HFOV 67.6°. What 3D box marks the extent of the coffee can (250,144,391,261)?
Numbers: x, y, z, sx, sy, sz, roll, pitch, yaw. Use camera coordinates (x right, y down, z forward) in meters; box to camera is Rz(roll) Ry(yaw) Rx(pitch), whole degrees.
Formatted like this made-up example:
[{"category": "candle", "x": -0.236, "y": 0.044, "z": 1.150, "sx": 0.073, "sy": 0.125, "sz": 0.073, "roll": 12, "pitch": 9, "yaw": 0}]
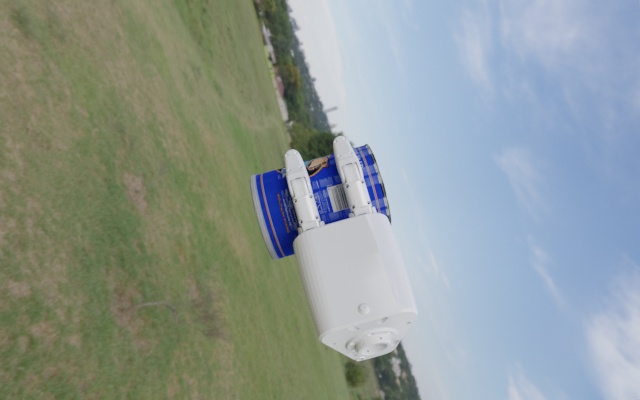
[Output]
[{"category": "coffee can", "x": 0.000, "y": 0.002, "z": 0.556, "sx": 0.140, "sy": 0.103, "sz": 0.103, "roll": -16, "pitch": 0, "yaw": 0}]
